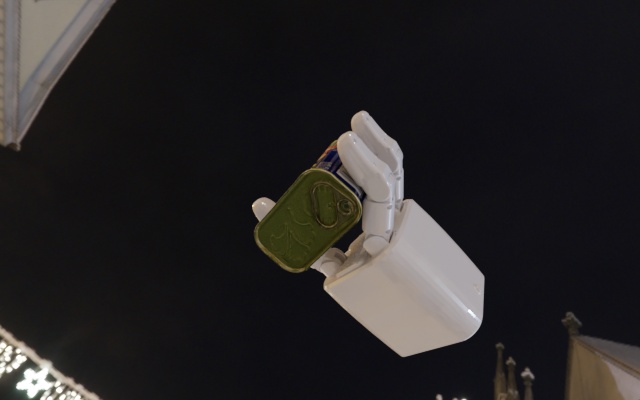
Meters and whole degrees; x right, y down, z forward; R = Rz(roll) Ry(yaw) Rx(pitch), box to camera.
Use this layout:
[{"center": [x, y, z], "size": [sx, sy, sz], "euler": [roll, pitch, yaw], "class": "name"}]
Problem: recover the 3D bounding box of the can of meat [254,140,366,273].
[{"center": [0.000, 0.001, 0.420], "size": [0.102, 0.057, 0.084], "euler": [-47, 4, 32], "class": "can of meat"}]
